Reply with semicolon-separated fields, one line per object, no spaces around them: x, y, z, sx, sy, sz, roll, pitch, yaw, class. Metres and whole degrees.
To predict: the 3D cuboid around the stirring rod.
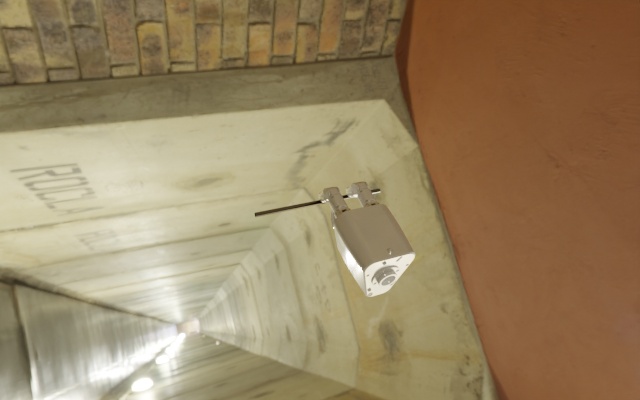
0.000;0.003;0.846;0.239;0.011;0.011;-11;4;-22;stirring rod
